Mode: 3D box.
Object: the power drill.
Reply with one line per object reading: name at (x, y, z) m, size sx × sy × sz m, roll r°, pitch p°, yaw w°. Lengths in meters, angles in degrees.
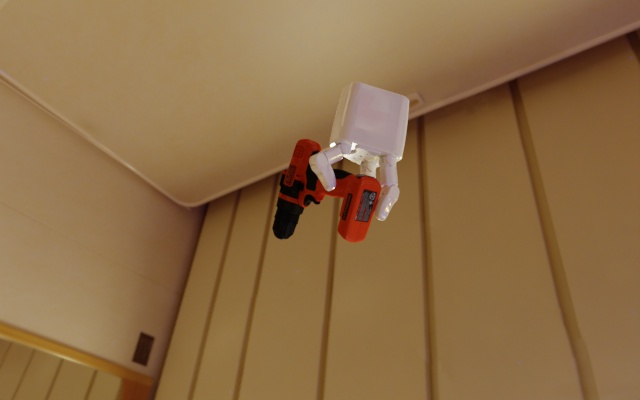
power drill at (0.001, 0.002, 0.795) m, size 0.187 × 0.184 × 0.057 m, roll 24°, pitch 12°, yaw 41°
